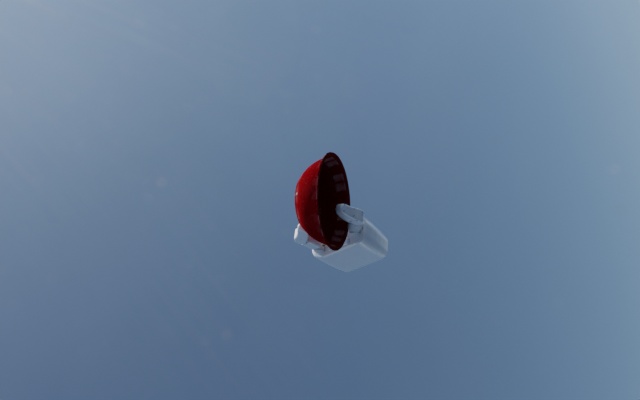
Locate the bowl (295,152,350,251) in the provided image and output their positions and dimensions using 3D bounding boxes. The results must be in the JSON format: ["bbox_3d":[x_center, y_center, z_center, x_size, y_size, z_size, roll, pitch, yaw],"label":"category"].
[{"bbox_3d":[-0.001,0.002,0.790,0.055,0.162,0.162,-3,-1,21],"label":"bowl"}]
